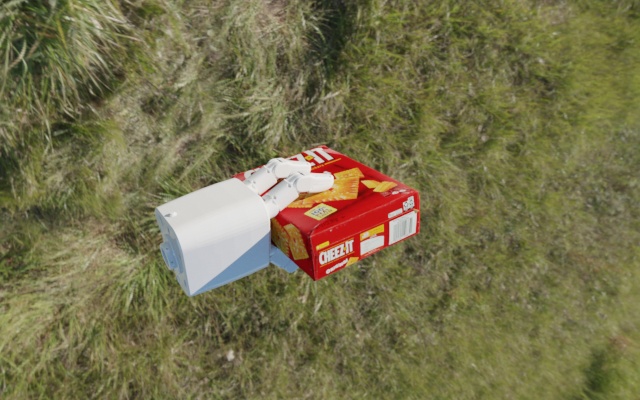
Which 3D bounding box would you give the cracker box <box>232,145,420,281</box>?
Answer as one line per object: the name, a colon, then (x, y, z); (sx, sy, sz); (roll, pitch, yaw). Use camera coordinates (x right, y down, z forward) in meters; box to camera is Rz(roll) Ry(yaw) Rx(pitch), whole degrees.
cracker box: (0.000, 0.002, 0.639); (0.164, 0.072, 0.213); (-21, 32, -27)
